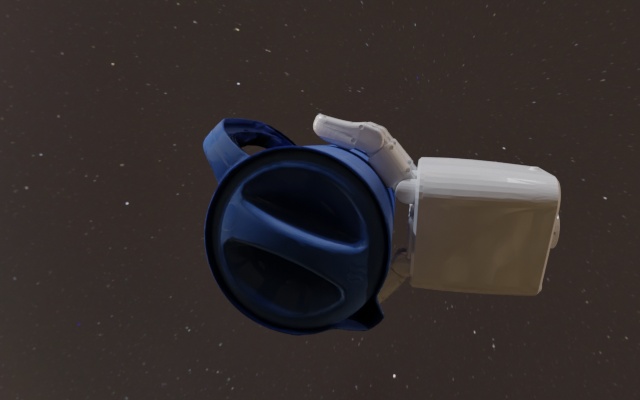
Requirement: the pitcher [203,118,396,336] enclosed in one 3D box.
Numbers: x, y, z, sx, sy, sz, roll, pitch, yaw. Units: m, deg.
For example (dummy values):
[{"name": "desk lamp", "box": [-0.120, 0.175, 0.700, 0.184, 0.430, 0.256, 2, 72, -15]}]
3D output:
[{"name": "pitcher", "box": [0.000, 0.001, 0.434, 0.145, 0.149, 0.243, 3, 11, 12]}]
